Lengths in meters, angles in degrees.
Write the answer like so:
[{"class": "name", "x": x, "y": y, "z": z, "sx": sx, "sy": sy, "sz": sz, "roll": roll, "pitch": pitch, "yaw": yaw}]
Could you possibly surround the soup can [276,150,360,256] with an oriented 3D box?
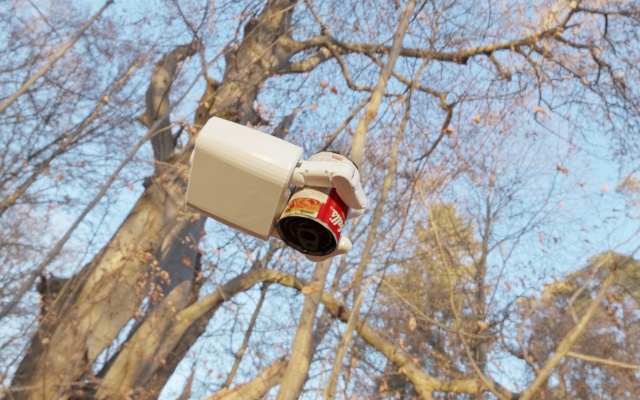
[{"class": "soup can", "x": 0.001, "y": 0.002, "z": 0.534, "sx": 0.068, "sy": 0.102, "sz": 0.069, "roll": 14, "pitch": -39, "yaw": 11}]
